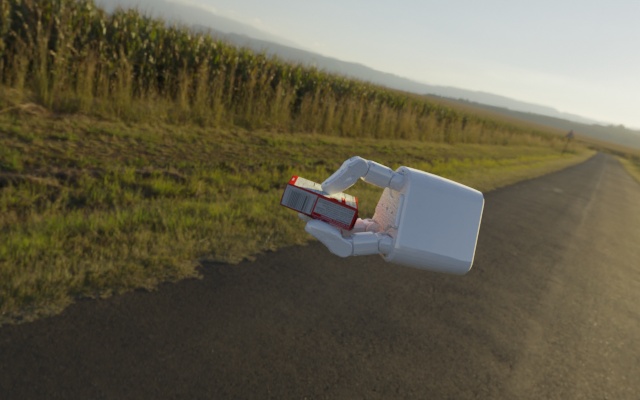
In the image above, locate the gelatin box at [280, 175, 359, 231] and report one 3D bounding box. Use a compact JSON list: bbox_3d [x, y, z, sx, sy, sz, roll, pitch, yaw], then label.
[{"bbox_3d":[0.000,0.001,0.570,0.089,0.030,0.073,21,11,-2],"label":"gelatin box"}]
